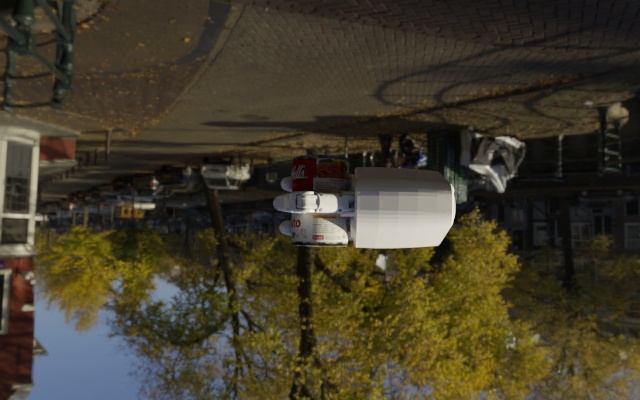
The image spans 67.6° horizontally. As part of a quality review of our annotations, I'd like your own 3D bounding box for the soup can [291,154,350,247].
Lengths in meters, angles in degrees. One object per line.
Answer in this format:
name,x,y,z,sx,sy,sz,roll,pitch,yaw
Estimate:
soup can,0.000,0.002,0.560,0.068,0.102,0.068,1,-4,0
